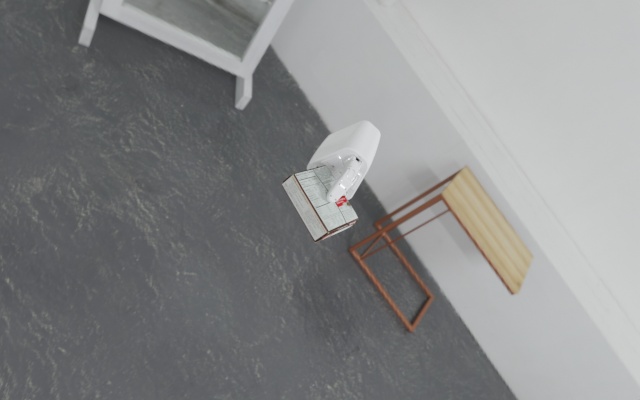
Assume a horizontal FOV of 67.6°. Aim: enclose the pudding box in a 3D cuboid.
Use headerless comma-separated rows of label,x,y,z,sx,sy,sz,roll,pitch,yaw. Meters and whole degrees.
pudding box,0.000,0.002,0.773,0.090,0.113,0.039,-20,-16,-50
